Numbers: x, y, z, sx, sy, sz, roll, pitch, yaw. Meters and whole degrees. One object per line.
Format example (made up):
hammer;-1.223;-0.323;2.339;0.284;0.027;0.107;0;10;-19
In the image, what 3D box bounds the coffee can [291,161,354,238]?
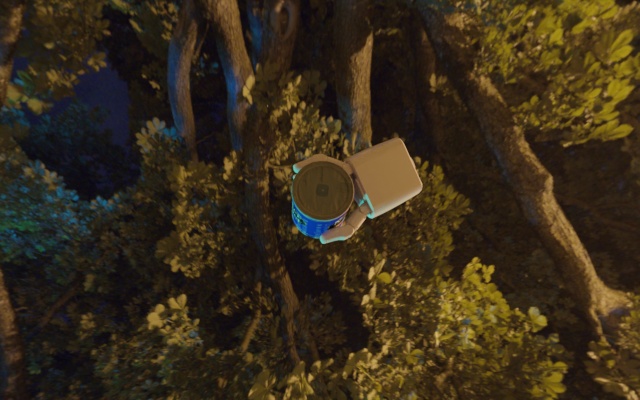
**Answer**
coffee can;0.000;0.003;0.843;0.103;0.102;0.140;0;-16;-3
